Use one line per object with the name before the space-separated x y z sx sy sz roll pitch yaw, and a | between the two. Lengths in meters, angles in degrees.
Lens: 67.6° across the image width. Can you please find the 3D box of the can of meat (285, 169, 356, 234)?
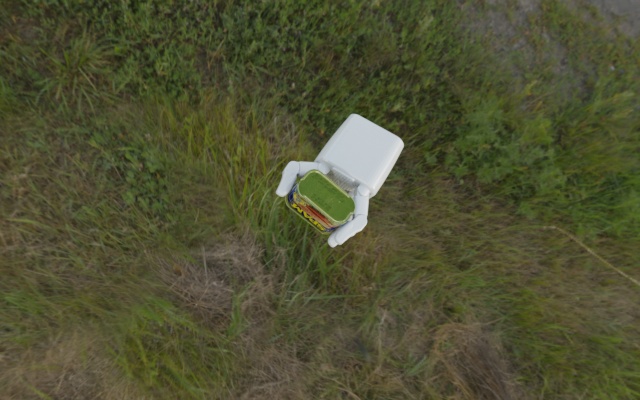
can of meat | 0.000 0.002 0.763 0.102 0.057 0.084 39 -19 -4
